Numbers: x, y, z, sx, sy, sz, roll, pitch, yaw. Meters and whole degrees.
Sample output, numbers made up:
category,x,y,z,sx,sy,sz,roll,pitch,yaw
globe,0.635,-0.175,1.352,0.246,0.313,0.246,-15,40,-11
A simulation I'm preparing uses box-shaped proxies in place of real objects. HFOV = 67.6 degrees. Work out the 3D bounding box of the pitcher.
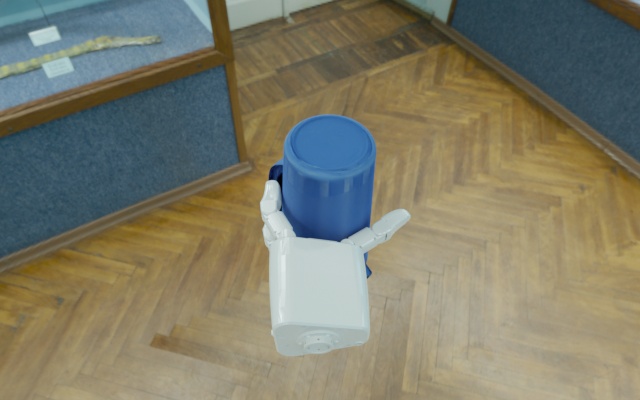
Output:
category,x,y,z,sx,sy,sz,roll,pitch,yaw
pitcher,0.000,0.002,0.643,0.149,0.145,0.243,-2,-38,-3
